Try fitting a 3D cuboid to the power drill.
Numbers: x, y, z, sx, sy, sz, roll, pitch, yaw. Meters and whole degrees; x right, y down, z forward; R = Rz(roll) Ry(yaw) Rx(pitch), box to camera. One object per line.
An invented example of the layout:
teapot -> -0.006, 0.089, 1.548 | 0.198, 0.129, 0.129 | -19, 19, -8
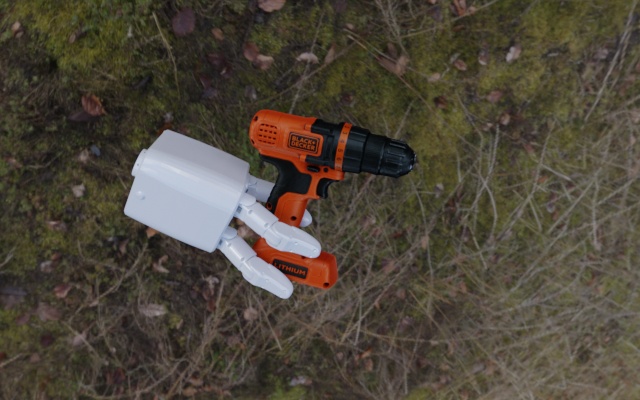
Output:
power drill -> 0.000, 0.002, 0.543 | 0.184, 0.188, 0.057 | 14, 16, 10
